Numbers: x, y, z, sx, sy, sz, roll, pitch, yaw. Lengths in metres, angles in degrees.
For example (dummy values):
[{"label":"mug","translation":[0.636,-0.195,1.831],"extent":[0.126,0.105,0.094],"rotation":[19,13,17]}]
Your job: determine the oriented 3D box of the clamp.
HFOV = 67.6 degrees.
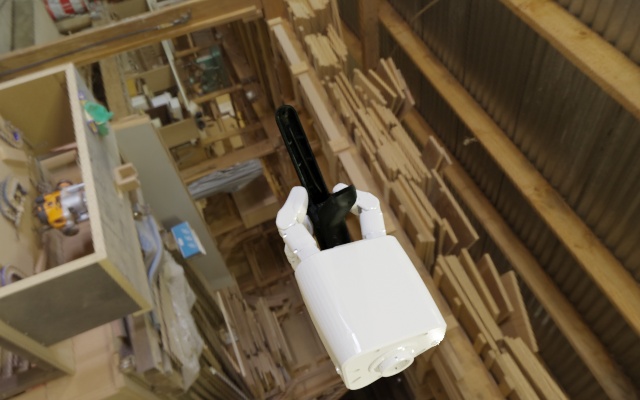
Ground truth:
[{"label":"clamp","translation":[0.001,0.002,0.548],"extent":[0.036,0.164,0.210],"rotation":[-23,-37,-10]}]
